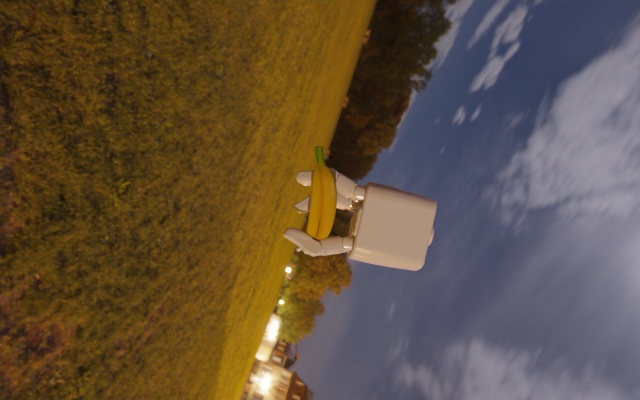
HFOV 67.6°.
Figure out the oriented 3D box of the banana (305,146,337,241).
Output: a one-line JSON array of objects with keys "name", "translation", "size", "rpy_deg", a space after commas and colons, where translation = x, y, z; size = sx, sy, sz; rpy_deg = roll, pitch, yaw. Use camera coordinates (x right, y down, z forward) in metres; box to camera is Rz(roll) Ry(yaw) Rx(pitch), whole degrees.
[{"name": "banana", "translation": [0.000, 0.015, 0.678], "size": [0.037, 0.069, 0.198], "rpy_deg": [4, -38, -4]}]
